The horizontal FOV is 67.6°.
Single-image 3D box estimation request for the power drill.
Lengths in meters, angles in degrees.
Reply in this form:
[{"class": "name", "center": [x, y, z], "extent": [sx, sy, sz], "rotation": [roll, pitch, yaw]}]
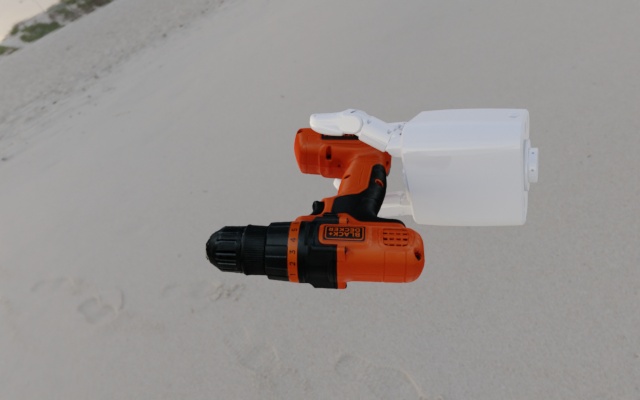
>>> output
[{"class": "power drill", "center": [0.000, 0.001, 0.455], "extent": [0.184, 0.057, 0.187], "rotation": [3, 42, 4]}]
